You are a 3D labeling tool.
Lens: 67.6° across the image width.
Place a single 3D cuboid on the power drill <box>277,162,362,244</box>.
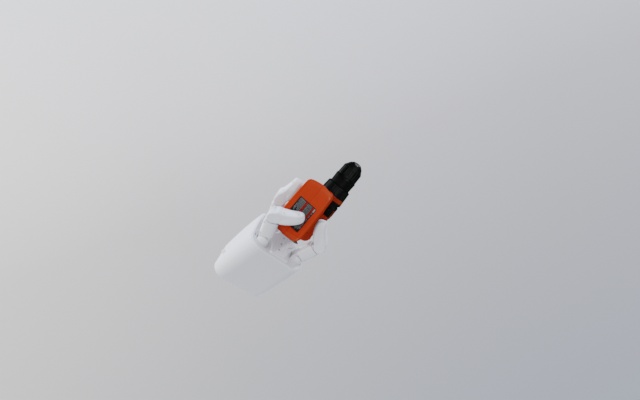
[{"bbox_3d":[0.000,0.003,0.853,0.057,0.184,0.187,40,9,10],"label":"power drill"}]
